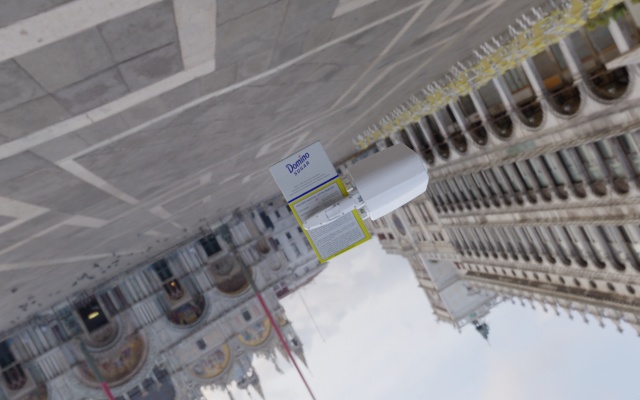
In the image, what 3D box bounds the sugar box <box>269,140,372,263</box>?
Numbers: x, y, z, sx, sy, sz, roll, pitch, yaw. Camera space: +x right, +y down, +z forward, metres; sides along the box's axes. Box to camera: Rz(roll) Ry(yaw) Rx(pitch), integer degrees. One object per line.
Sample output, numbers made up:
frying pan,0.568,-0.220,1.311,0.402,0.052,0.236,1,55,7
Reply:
sugar box,0.000,0.002,0.764,0.093,0.176,0.048,-27,2,4
